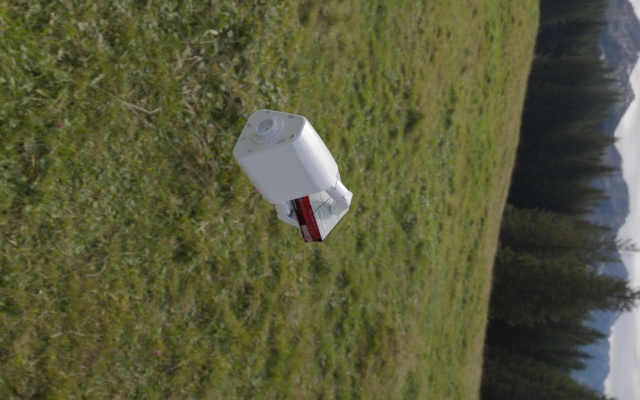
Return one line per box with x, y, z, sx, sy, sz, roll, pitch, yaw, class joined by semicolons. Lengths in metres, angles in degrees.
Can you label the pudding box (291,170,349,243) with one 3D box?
0.000;0.002;0.773;0.039;0.090;0.113;-1;26;32;pudding box
